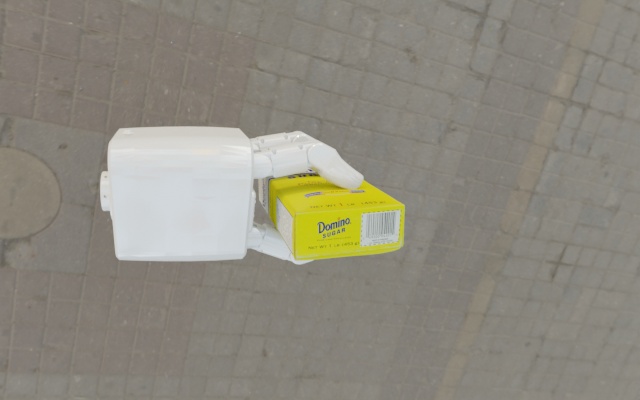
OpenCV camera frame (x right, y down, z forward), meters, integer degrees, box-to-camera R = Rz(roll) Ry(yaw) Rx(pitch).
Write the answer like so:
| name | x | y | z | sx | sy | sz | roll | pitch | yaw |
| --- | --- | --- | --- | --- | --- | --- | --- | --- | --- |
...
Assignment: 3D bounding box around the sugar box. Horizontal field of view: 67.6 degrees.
| name | x | y | z | sx | sy | sz | roll | pitch | yaw |
| --- | --- | --- | --- | --- | --- | --- | --- | --- | --- |
| sugar box | 0.000 | 0.001 | 0.450 | 0.093 | 0.048 | 0.176 | -4 | 19 | -17 |
